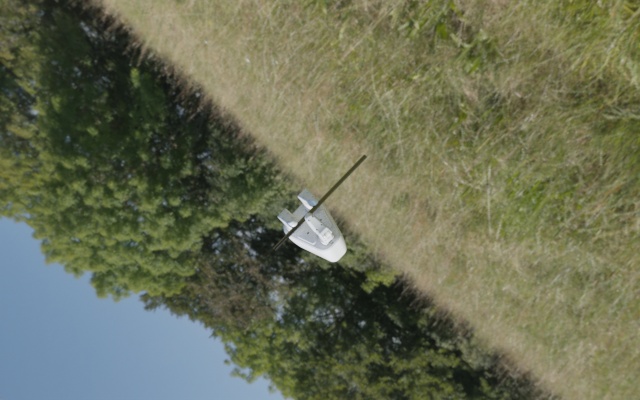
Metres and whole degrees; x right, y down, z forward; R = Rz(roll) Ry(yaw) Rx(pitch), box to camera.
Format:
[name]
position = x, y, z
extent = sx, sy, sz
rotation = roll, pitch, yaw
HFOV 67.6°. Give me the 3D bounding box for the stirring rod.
[stirring rod]
position = 0.000, 0.003, 0.873
extent = 0.011, 0.239, 0.011
rotation = 44, -7, 6
